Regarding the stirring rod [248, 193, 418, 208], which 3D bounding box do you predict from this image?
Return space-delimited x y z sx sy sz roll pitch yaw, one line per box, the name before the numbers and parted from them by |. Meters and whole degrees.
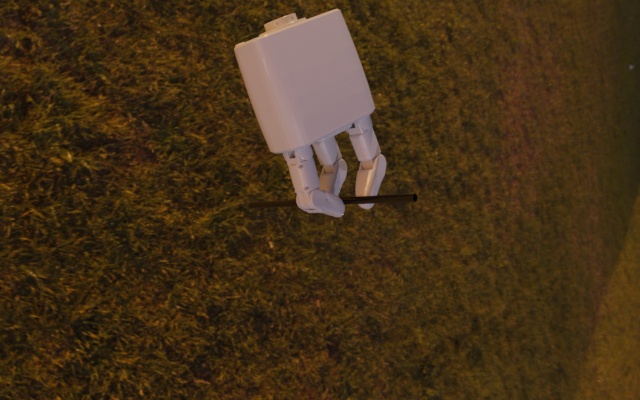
stirring rod | 0.000 0.002 0.529 0.239 0.011 0.011 -3 -2 42
